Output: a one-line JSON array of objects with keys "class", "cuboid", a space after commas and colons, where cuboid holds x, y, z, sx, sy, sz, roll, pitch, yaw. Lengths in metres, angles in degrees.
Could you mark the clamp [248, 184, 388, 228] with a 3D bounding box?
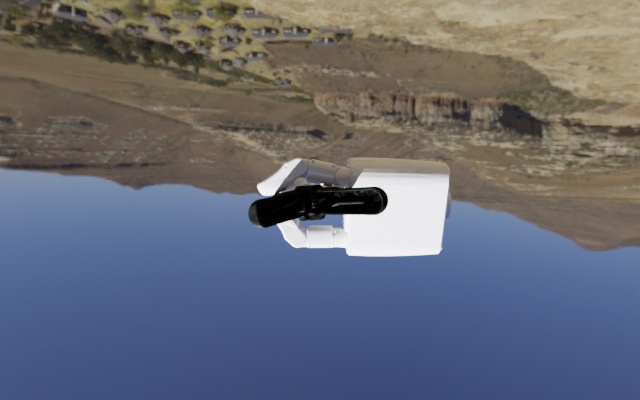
[{"class": "clamp", "cuboid": [0.000, 0.002, 0.476, 0.120, 0.039, 0.171, 0, 6, 1]}]
